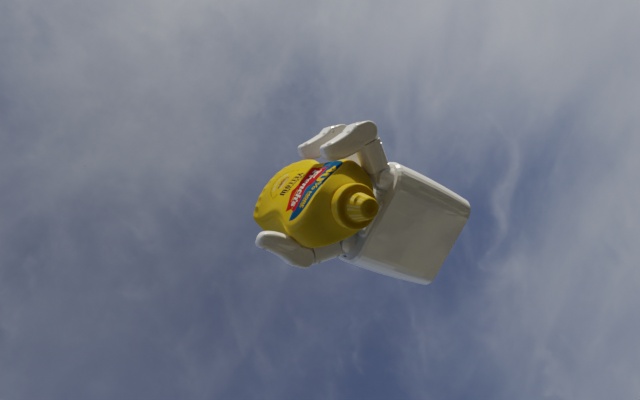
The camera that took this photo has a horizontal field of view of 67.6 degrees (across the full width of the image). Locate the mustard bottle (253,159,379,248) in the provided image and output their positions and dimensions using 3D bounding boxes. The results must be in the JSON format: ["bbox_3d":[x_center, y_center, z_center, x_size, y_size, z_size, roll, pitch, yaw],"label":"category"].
[{"bbox_3d":[0.000,0.001,0.481,0.058,0.096,0.191,48,-16,-21],"label":"mustard bottle"}]
